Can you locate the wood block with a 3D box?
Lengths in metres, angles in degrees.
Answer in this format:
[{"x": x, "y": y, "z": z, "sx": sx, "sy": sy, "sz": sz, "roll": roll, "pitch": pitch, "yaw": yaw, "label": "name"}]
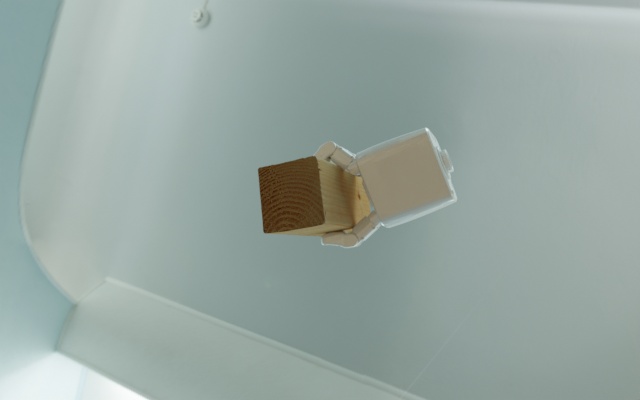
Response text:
[{"x": 0.001, "y": 0.003, "z": 0.704, "sx": 0.090, "sy": 0.091, "sz": 0.206, "roll": -10, "pitch": -9, "yaw": 22, "label": "wood block"}]
